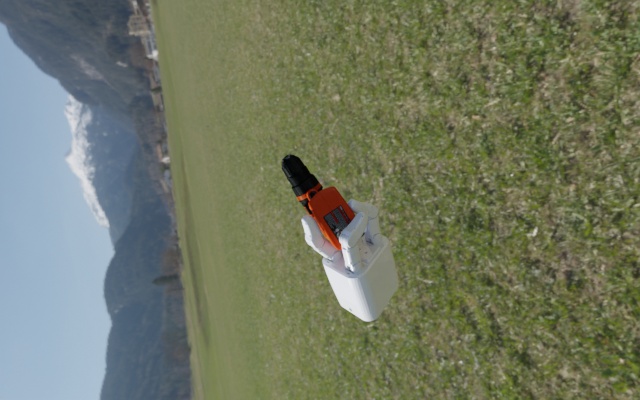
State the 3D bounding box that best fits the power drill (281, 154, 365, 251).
[{"bbox_3d":[0.000,0.003,0.837,0.057,0.184,0.187,-36,14,-3],"label":"power drill"}]
